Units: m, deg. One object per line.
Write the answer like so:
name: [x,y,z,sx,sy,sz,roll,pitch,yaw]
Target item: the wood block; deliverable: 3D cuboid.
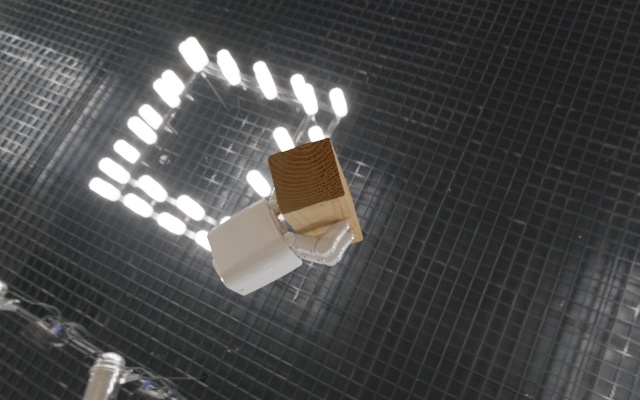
wood block: [0.000,0.002,0.714,0.090,0.090,0.206,-17,-23,5]
